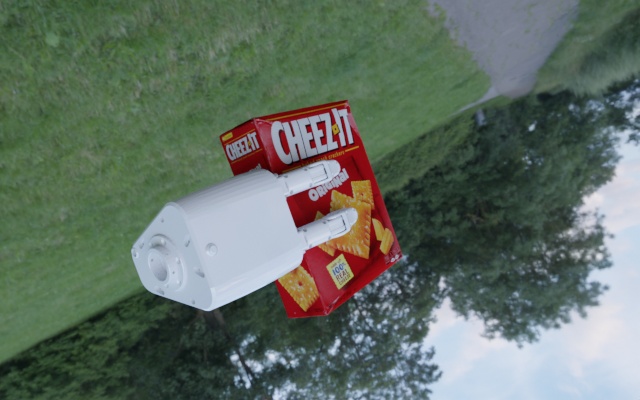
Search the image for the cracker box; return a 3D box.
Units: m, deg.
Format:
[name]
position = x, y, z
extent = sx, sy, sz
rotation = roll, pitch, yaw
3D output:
[cracker box]
position = 0.000, 0.002, 0.552
extent = 0.072, 0.214, 0.164
rotation = -16, 5, 42
